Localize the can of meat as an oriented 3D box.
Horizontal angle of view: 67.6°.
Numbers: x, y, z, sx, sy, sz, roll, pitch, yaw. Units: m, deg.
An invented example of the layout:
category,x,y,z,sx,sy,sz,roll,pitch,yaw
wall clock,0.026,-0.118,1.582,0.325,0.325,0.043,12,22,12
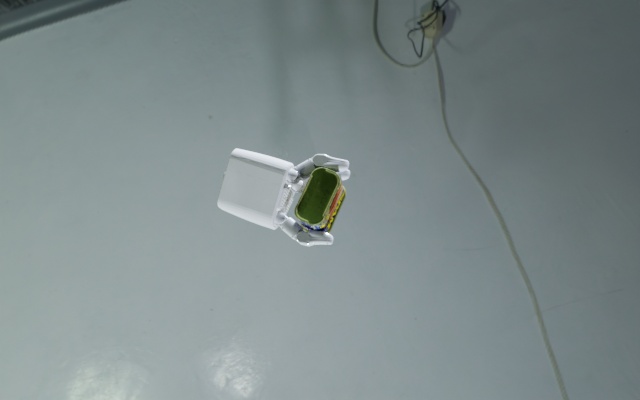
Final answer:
category,x,y,z,sx,sy,sz,roll,pitch,yaw
can of meat,0.000,0.003,0.801,0.057,0.102,0.084,22,-11,13
